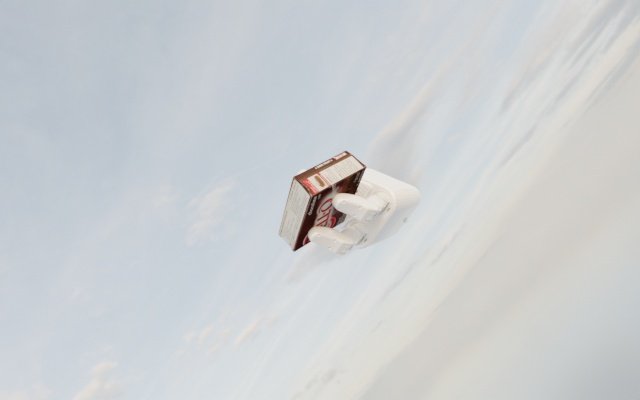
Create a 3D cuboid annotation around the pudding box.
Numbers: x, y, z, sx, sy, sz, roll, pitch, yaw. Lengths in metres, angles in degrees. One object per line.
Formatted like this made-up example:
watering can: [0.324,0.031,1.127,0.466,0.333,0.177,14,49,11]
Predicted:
pudding box: [0.000,0.002,0.584,0.090,0.114,0.039,-30,62,-34]
